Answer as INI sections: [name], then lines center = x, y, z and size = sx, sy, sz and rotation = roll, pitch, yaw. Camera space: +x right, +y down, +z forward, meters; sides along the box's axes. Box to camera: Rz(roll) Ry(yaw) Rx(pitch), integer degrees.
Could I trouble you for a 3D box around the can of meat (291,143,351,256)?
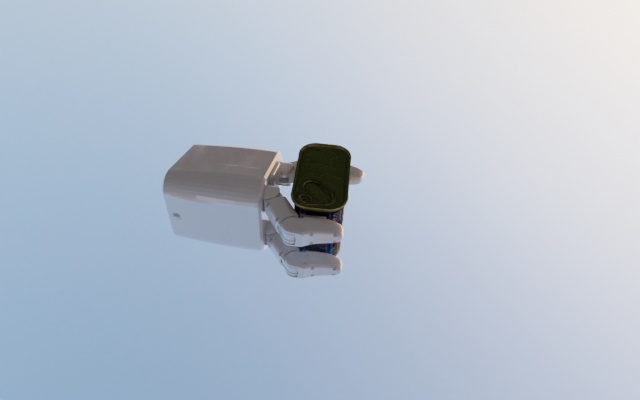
[can of meat]
center = 0.000, 0.002, 0.524
size = 0.057, 0.084, 0.102
rotation = 5, 45, 2
